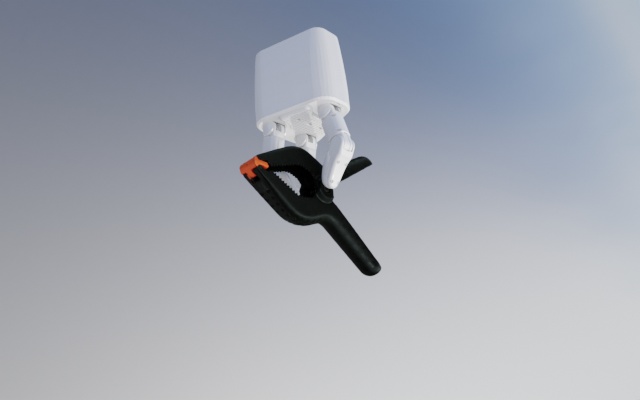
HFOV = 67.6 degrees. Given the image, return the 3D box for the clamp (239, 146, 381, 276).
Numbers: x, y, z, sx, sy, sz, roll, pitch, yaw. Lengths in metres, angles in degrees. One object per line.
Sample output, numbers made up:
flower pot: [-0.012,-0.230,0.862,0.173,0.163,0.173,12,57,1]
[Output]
clamp: [0.000,0.001,0.557,0.210,0.164,0.036,14,-30,-43]
